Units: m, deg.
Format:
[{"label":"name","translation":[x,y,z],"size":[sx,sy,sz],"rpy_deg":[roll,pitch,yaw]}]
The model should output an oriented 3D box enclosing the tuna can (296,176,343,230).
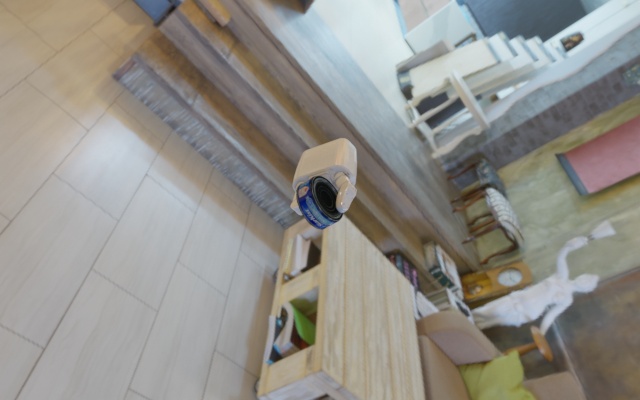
[{"label":"tuna can","translation":[0.001,0.002,0.789],"size":[0.034,0.086,0.086],"rpy_deg":[-29,-15,29]}]
